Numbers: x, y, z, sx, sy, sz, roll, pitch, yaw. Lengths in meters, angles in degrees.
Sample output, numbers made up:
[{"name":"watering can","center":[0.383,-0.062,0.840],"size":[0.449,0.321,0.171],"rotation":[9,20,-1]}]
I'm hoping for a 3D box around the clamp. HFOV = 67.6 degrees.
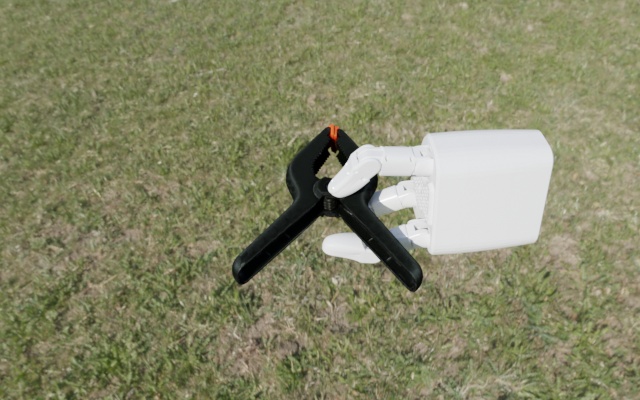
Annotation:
[{"name":"clamp","center":[0.000,0.001,0.470],"size":[0.164,0.209,0.036],"rotation":[-2,-43,-3]}]
